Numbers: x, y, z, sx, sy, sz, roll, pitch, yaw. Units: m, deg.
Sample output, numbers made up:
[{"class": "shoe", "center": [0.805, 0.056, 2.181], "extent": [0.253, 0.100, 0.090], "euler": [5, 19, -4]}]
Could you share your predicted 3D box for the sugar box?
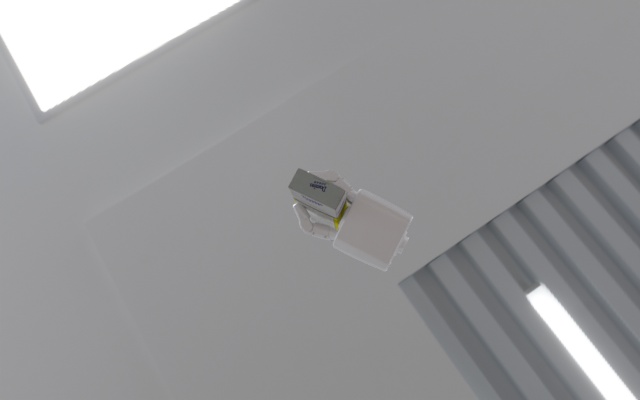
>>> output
[{"class": "sugar box", "center": [0.001, 0.002, 0.873], "extent": [0.093, 0.048, 0.176], "euler": [26, -14, 10]}]
